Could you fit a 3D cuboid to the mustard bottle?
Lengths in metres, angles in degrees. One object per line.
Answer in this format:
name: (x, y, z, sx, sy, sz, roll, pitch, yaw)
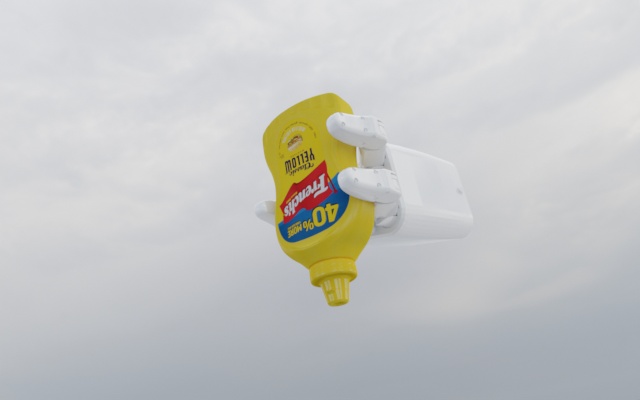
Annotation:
mustard bottle: (0.000, 0.001, 0.437, 0.096, 0.191, 0.058, -24, -29, 26)
